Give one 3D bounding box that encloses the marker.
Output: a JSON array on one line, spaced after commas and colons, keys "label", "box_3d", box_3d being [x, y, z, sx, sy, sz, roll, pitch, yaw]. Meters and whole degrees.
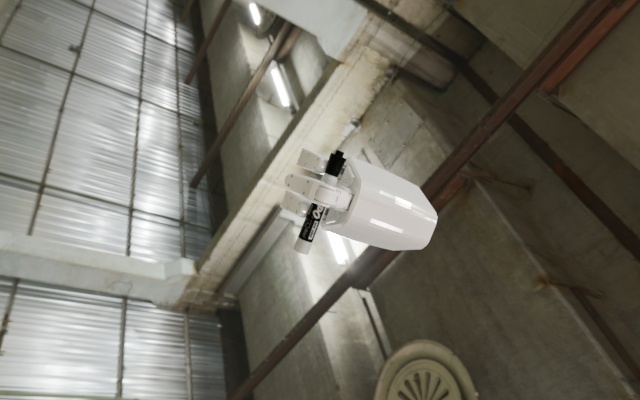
[{"label": "marker", "box_3d": [0.000, 0.002, 0.531, 0.020, 0.121, 0.020, 21, 6, -2]}]
